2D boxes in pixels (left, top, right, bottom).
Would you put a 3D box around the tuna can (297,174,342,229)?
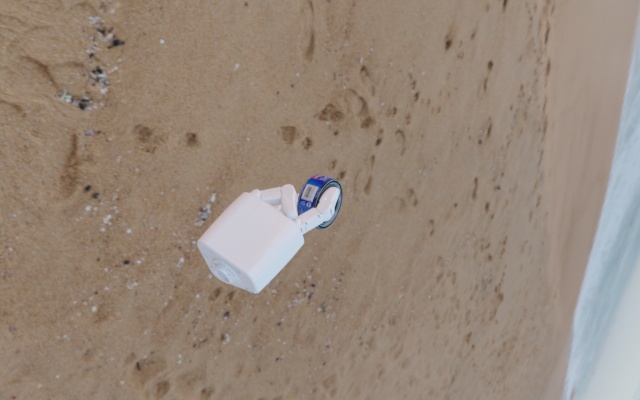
[{"bbox_3d":[0.001,0.003,0.769,0.033,0.086,0.086,17,9,30],"label":"tuna can"}]
